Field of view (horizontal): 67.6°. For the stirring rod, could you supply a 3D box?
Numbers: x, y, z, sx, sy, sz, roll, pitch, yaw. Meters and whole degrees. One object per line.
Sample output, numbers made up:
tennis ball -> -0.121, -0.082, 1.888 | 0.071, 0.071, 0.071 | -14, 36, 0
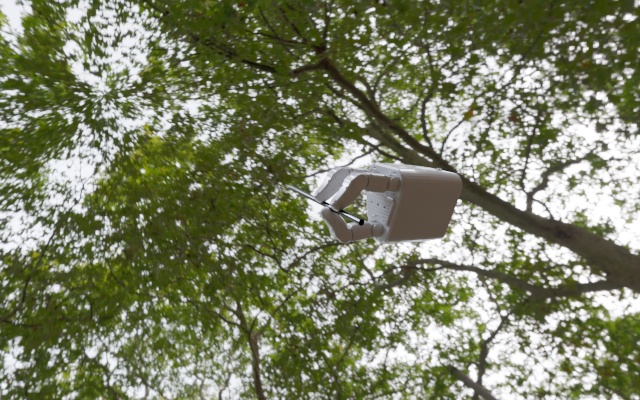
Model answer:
stirring rod -> 0.000, 0.002, 0.673 | 0.011, 0.011, 0.239 | 0, 11, -24
